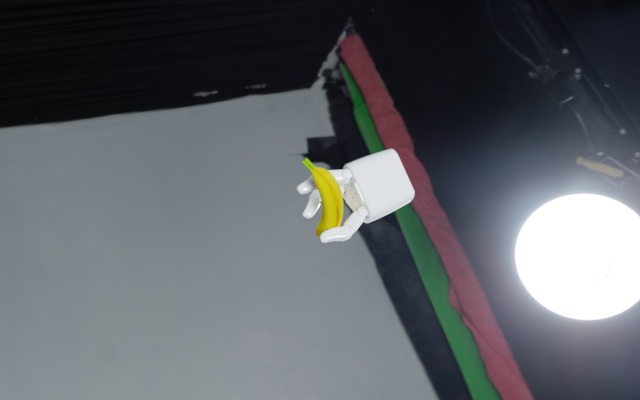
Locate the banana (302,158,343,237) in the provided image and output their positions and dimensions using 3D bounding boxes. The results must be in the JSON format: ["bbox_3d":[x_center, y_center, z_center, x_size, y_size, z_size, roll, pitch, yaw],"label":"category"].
[{"bbox_3d":[0.012,0.010,0.854,0.037,0.198,0.069,-33,49,-24],"label":"banana"}]
